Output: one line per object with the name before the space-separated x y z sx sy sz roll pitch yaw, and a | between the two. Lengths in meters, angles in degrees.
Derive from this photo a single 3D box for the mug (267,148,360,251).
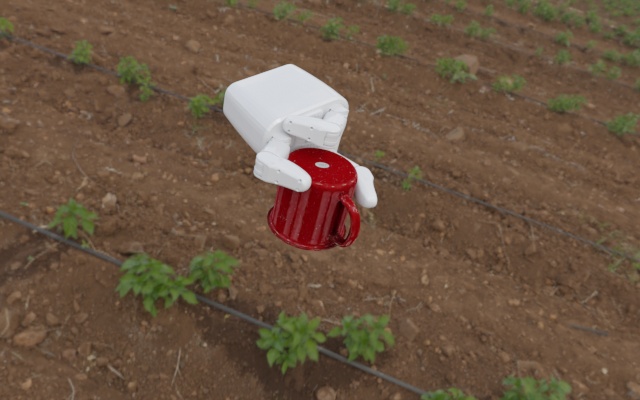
mug | 0.001 0.002 0.520 0.093 0.081 0.117 -15 44 -36
